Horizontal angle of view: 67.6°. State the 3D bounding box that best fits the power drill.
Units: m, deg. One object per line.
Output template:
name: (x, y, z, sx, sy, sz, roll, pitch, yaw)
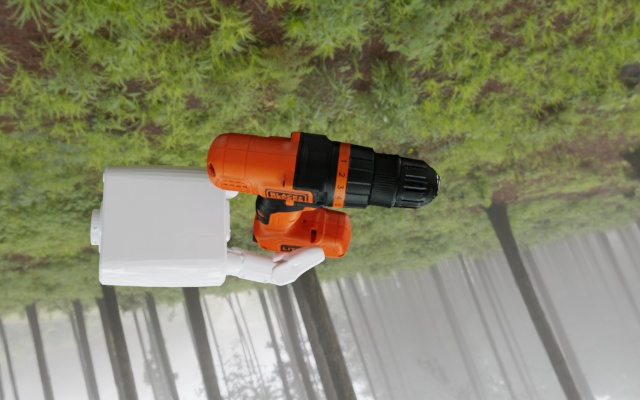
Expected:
power drill: (0.000, 0.002, 0.444, 0.184, 0.057, 0.188, 9, -23, 1)
